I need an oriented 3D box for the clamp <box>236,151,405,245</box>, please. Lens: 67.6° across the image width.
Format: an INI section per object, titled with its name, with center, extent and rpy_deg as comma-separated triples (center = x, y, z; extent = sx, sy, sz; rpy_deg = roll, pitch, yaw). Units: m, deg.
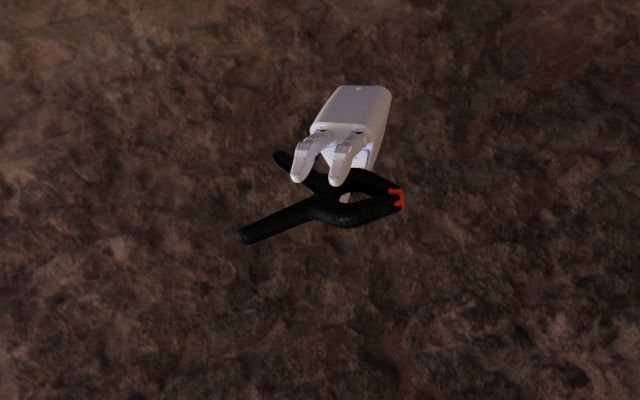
[clamp]
center = 0.001, 0.002, 0.619
extent = 0.210, 0.164, 0.036
rpy_deg = 8, -39, 23
